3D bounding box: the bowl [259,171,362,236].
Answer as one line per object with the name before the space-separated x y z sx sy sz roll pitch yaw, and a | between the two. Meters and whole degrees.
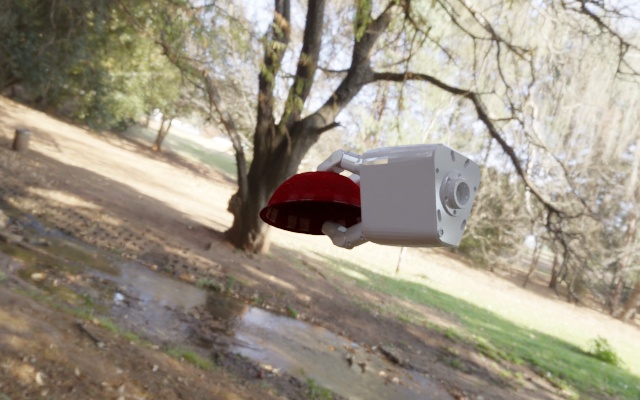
bowl | -0.001 0.002 0.651 0.162 0.055 0.162 2 -19 1
